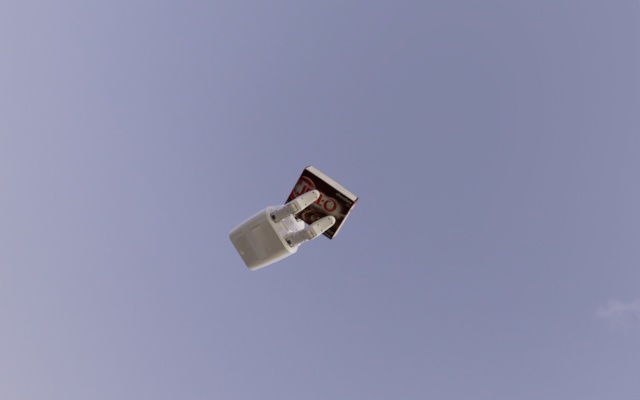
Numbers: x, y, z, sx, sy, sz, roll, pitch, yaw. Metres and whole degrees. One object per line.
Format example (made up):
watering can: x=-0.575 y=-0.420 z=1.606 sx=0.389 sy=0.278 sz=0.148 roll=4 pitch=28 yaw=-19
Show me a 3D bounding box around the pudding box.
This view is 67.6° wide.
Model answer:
pudding box: x=0.000 y=0.003 z=0.878 sx=0.113 sy=0.090 sz=0.039 roll=33 pitch=24 yaw=6
